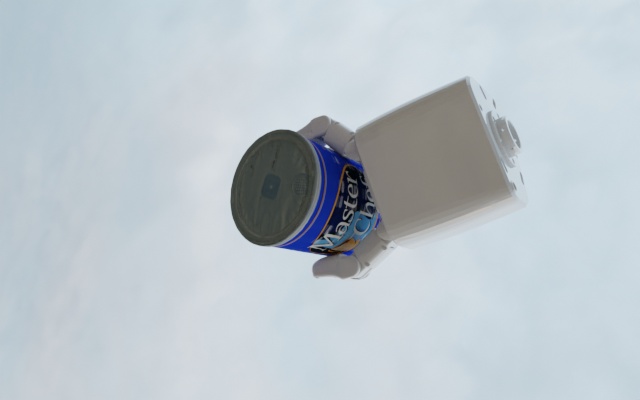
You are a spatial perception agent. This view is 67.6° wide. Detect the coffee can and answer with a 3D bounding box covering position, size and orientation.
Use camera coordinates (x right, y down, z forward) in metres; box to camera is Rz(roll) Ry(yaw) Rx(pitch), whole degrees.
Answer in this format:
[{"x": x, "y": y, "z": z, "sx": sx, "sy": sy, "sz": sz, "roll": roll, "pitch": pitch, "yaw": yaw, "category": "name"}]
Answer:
[{"x": 0.000, "y": 0.002, "z": 0.459, "sx": 0.103, "sy": 0.103, "sz": 0.140, "roll": 0, "pitch": -11, "yaw": 39, "category": "coffee can"}]
